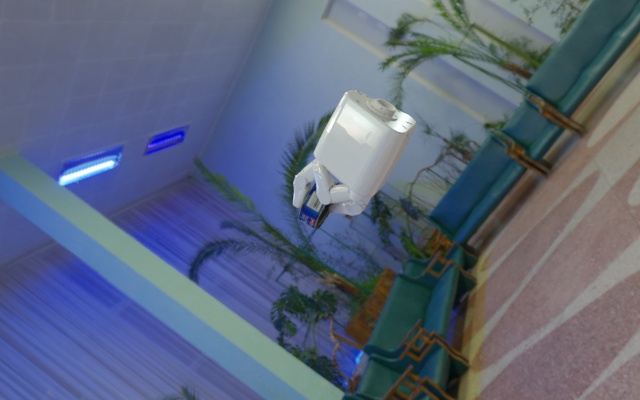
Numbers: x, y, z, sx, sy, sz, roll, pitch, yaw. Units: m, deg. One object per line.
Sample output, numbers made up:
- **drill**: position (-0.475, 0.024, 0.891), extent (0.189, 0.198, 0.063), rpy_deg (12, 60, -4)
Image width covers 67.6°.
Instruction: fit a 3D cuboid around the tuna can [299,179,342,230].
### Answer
- **tuna can**: position (0.000, 0.002, 0.770), extent (0.034, 0.086, 0.086), rpy_deg (29, 5, 9)
